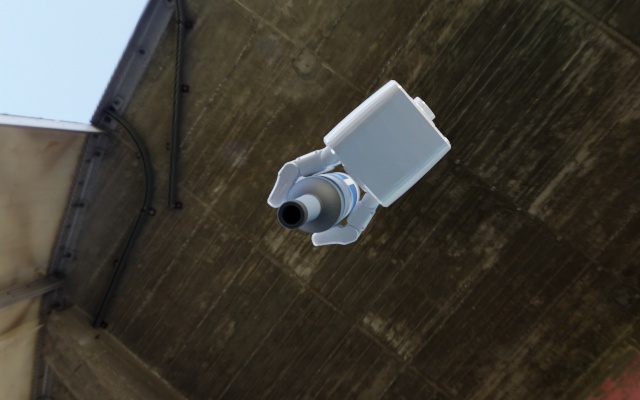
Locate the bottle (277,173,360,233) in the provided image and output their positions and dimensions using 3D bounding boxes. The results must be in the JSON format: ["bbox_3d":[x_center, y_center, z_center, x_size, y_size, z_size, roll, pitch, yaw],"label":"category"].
[{"bbox_3d":[0.000,0.002,0.588,0.069,0.069,0.295,0,5,11],"label":"bottle"}]
